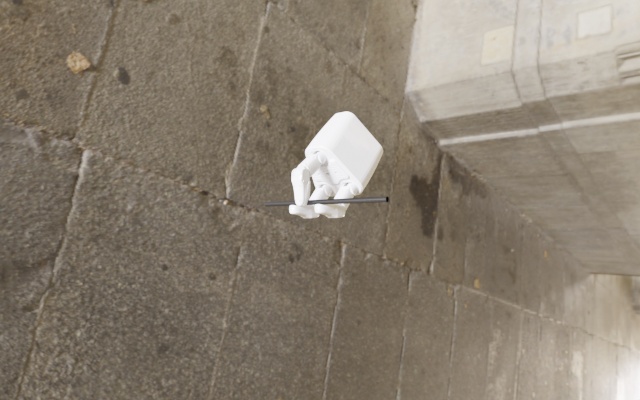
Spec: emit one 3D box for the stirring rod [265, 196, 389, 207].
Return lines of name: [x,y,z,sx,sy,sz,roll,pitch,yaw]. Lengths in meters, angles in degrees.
stirring rod: [0.000,0.002,0.735,0.239,0.011,0.011,-2,-2,40]
